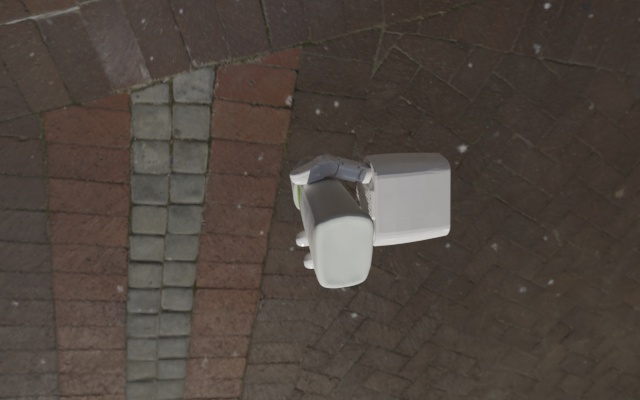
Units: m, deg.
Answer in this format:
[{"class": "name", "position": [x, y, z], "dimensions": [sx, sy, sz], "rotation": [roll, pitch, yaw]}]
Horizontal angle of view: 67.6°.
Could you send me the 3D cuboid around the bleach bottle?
[{"class": "bleach bottle", "position": [0.000, 0.002, 0.632], "dimensions": [0.068, 0.103, 0.250], "rotation": [-6, 29, -11]}]
